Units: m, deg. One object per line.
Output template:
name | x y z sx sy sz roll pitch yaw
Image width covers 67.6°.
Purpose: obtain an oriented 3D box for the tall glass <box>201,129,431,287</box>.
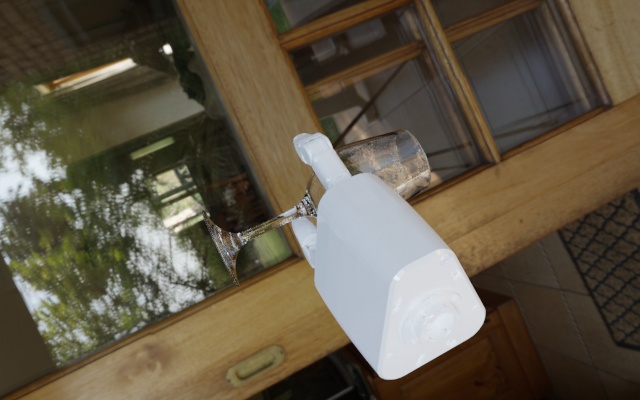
tall glass | -0.001 0.002 0.438 0.201 0.079 0.079 -25 5 -12
